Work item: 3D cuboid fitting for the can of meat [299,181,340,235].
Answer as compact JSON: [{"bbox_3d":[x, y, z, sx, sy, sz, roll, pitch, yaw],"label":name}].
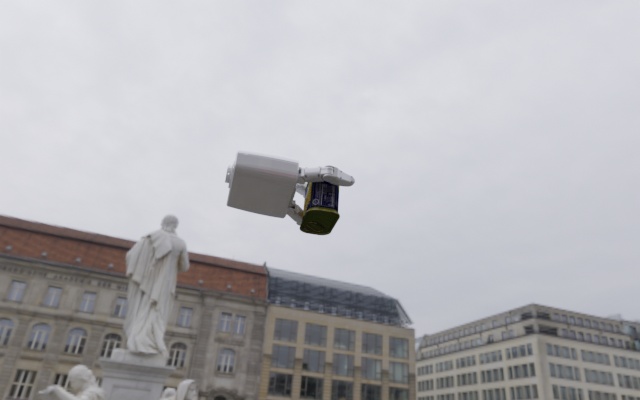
[{"bbox_3d":[0.000,0.002,0.839,0.057,0.084,0.102,9,-28,-9],"label":"can of meat"}]
